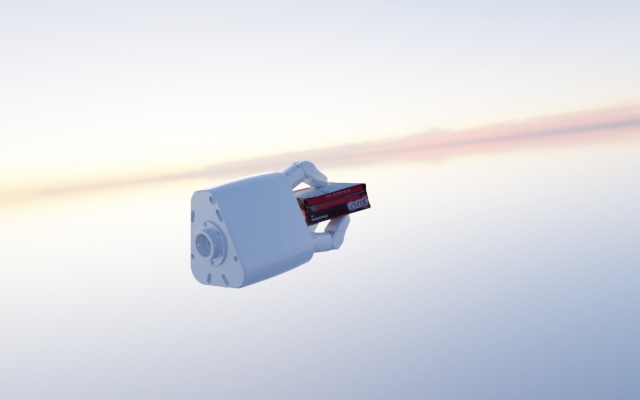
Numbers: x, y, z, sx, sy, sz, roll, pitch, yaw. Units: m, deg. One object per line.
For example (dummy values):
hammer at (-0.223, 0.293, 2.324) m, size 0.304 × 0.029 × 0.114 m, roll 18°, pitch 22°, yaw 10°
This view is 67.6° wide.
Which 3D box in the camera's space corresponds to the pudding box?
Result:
pudding box at (0.000, 0.002, 0.629) m, size 0.090 × 0.039 × 0.113 m, roll -14°, pitch 10°, yaw -22°
